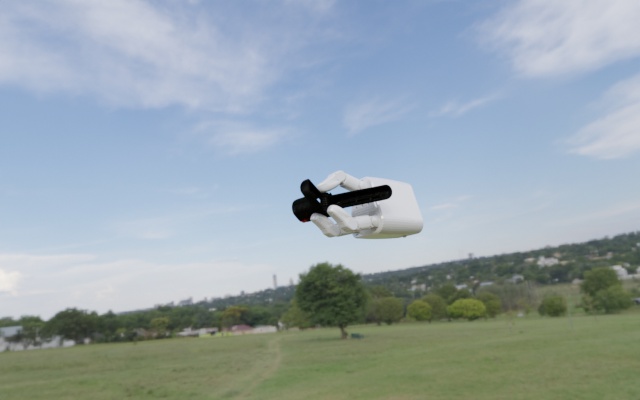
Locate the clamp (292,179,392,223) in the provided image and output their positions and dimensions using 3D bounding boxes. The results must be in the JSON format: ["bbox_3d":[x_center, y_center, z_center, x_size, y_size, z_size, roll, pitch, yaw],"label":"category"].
[{"bbox_3d":[0.000,0.002,0.842,0.164,0.036,0.210,6,-17,-32],"label":"clamp"}]
